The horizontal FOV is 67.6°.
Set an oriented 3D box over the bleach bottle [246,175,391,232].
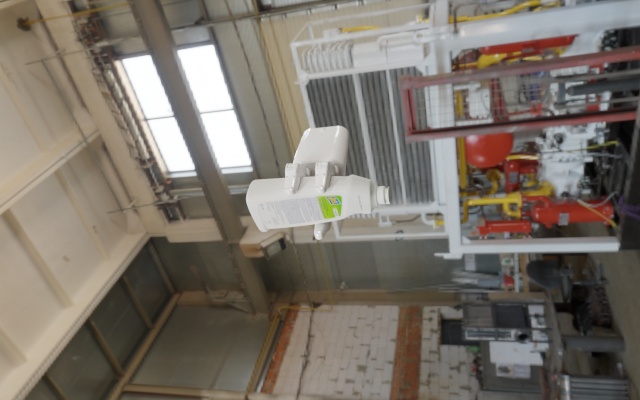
[{"bbox_3d":[0.000,0.003,0.856,0.251,0.068,0.103,-3,-44,17],"label":"bleach bottle"}]
